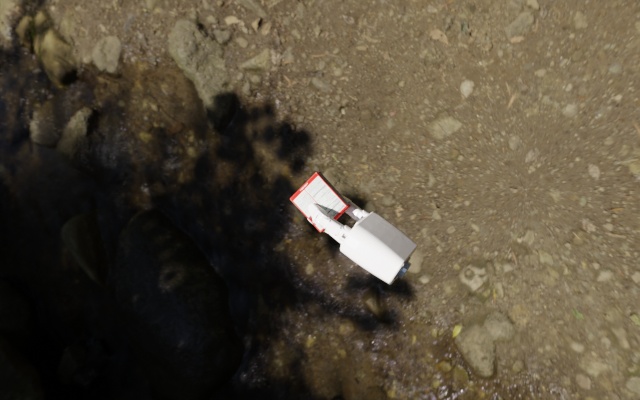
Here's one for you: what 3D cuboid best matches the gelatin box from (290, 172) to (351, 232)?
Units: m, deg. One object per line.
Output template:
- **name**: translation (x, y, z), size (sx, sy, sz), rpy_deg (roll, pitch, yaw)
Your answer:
- **gelatin box**: translation (0.000, 0.003, 0.888), size (0.073, 0.089, 0.030), rpy_deg (-45, -7, 16)
